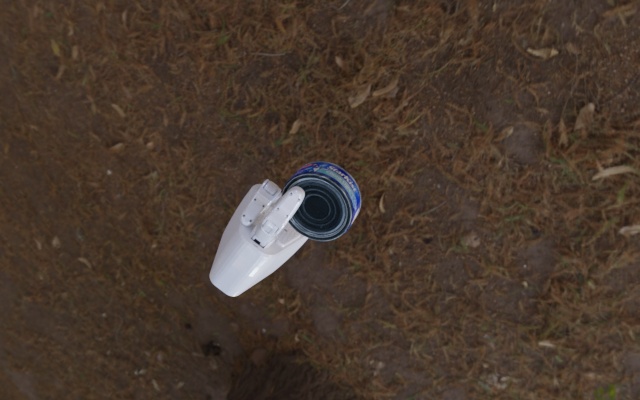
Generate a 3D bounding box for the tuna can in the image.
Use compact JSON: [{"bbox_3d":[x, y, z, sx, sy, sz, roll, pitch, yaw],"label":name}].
[{"bbox_3d":[0.000,0.002,0.530,0.086,0.086,0.033,0,26,23],"label":"tuna can"}]
